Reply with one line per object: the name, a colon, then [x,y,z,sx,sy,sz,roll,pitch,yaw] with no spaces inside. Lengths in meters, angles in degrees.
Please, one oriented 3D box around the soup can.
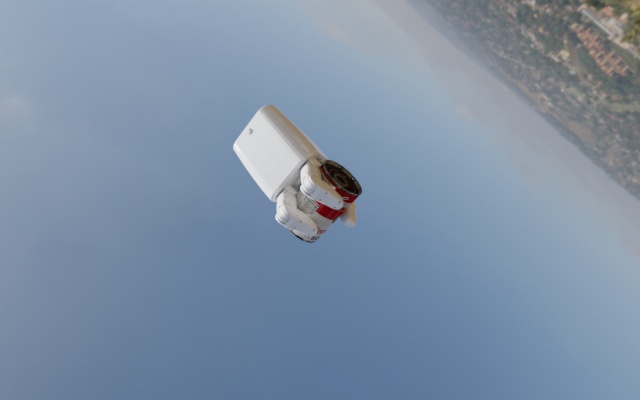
soup can: [0.000,0.003,0.672,0.102,0.068,0.068,-48,-24,23]
